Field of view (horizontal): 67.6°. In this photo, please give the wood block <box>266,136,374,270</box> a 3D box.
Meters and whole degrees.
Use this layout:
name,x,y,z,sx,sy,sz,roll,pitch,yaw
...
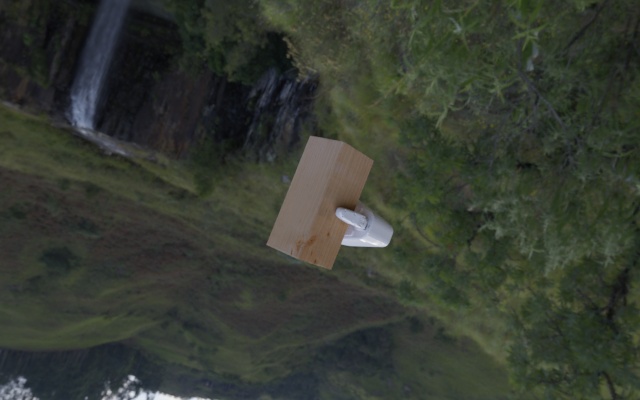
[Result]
name,x,y,z,sx,sy,sz,roll,pitch,yaw
wood block,0.001,0.003,0.832,0.091,0.206,0.090,17,-5,45
